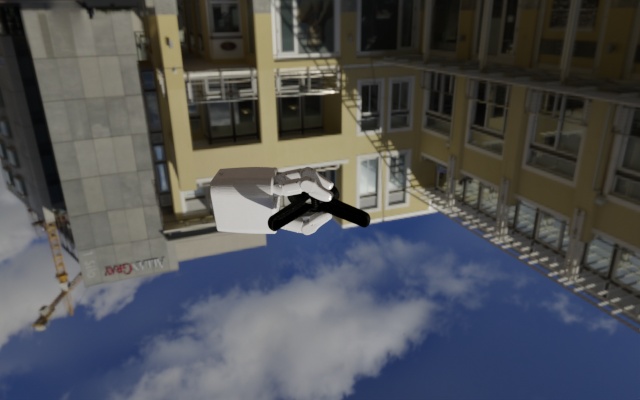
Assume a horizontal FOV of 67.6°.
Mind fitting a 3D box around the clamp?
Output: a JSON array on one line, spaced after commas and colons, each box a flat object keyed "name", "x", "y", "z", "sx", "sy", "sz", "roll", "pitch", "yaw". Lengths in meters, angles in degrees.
[{"name": "clamp", "x": 0.000, "y": 0.003, "z": 0.842, "sx": 0.164, "sy": 0.036, "sz": 0.210, "roll": 1, "pitch": 22, "yaw": 1}]
